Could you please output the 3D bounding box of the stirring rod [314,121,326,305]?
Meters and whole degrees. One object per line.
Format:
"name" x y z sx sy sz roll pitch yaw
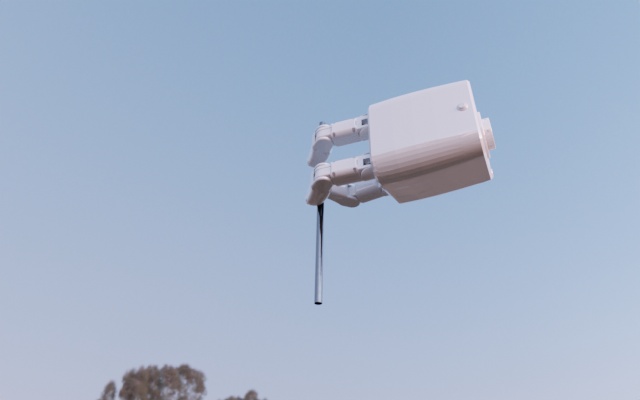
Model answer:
"stirring rod" 0.000 0.002 0.534 0.011 0.239 0.011 1 -35 1
